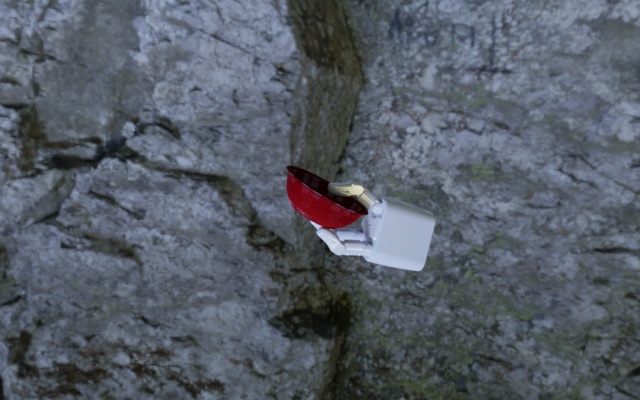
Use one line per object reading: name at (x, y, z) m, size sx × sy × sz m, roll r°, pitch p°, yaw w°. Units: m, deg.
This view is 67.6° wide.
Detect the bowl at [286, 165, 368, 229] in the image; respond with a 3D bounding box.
bowl at (-0.001, 0.002, 0.823) m, size 0.162 × 0.055 × 0.162 m, roll 29°, pitch 11°, yaw -6°
